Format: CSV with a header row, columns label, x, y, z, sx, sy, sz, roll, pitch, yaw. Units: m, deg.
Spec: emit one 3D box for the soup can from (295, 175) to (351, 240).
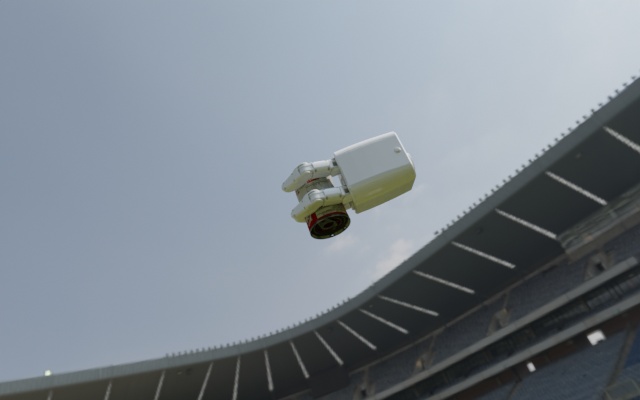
label,x,y,z,sx,sy,sz,roll,pitch,yaw
soup can,0.000,0.003,0.777,0.068,0.102,0.068,-16,-31,-10
